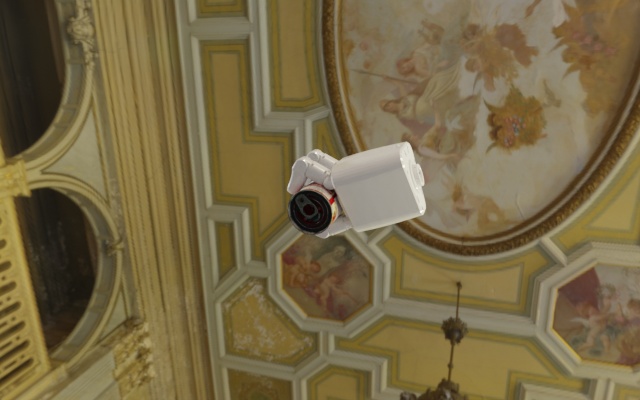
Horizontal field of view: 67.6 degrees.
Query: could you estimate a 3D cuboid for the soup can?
[{"bbox_3d":[0.000,0.003,0.721,0.068,0.068,0.102,0,17,19],"label":"soup can"}]
